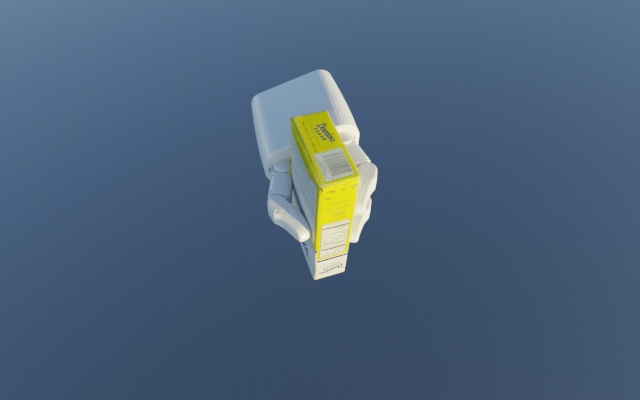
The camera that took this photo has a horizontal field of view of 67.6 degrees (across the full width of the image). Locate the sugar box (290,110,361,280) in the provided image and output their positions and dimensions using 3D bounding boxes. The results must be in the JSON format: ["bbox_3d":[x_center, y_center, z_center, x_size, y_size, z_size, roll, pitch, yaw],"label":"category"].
[{"bbox_3d":[0.001,0.001,0.512,0.048,0.093,0.176,-15,-34,-11],"label":"sugar box"}]
